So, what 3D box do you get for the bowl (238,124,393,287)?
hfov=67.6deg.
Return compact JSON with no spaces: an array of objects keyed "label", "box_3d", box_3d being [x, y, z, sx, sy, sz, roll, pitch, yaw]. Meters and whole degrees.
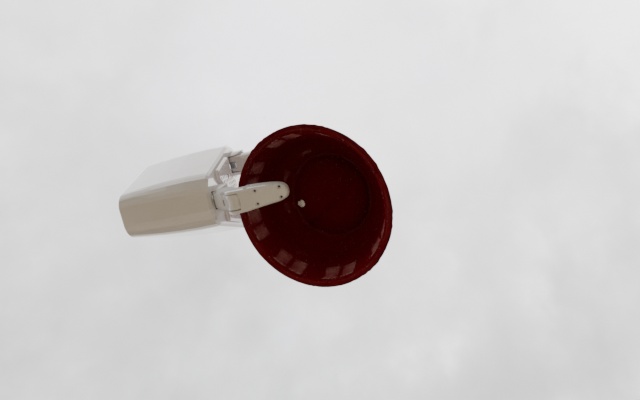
[{"label":"bowl","box_3d":[0.001,0.002,0.477,0.162,0.162,0.055,0,15,24]}]
